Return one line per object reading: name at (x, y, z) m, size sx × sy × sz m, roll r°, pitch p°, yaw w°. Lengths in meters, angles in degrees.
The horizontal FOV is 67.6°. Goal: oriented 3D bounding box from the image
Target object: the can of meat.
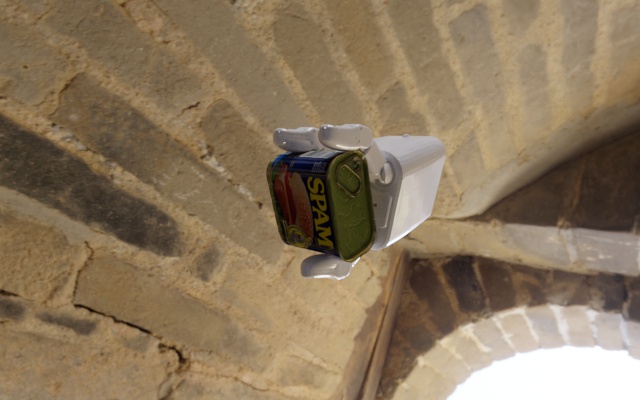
can of meat at (0.000, 0.002, 0.462) m, size 0.084 × 0.102 × 0.057 m, roll 8°, pitch 25°, yaw 41°
